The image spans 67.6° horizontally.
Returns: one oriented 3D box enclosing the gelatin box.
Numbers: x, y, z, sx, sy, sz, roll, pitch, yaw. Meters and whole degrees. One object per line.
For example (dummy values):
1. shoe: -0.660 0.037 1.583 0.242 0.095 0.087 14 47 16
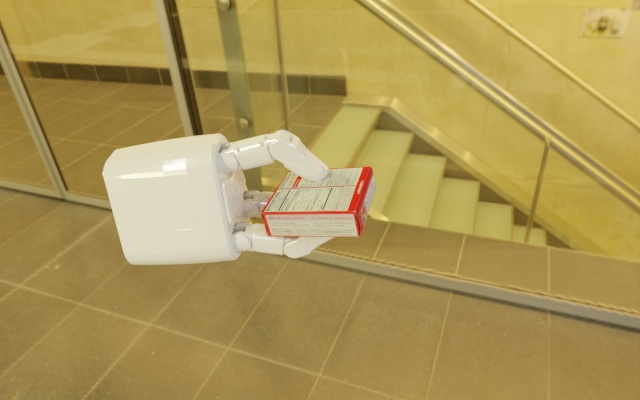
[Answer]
1. gelatin box: 0.000 0.001 0.434 0.089 0.030 0.073 -2 34 20
